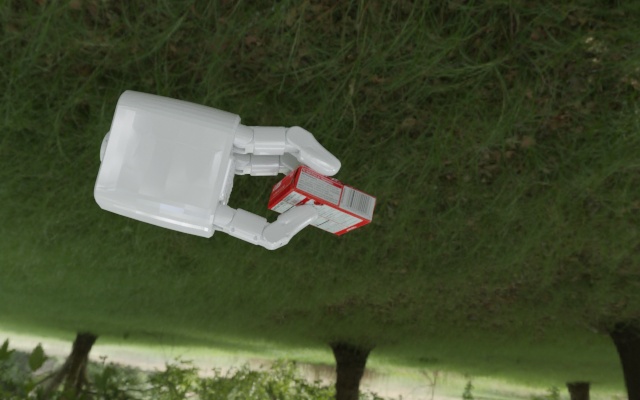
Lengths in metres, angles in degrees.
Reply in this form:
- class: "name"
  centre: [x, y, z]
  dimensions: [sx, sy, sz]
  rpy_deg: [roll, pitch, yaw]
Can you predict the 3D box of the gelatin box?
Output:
- class: "gelatin box"
  centre: [0.000, 0.002, 0.485]
  dimensions: [0.089, 0.030, 0.073]
  rpy_deg: [23, -23, -17]
